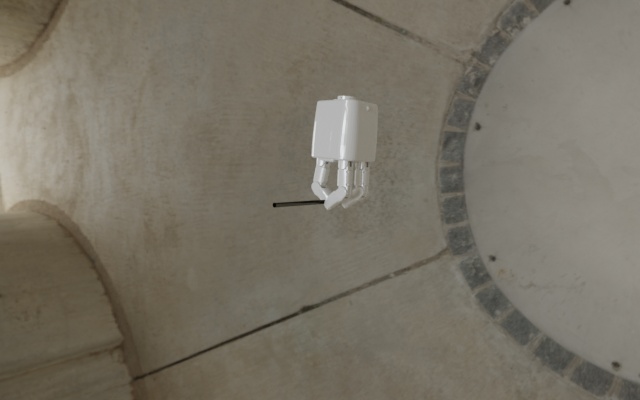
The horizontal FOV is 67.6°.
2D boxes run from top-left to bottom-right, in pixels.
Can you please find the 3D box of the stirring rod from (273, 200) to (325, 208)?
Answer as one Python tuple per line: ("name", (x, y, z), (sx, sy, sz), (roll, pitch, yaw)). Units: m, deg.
("stirring rod", (0.000, 0.003, 0.858), (0.011, 0.011, 0.239), (0, 2, 38))
